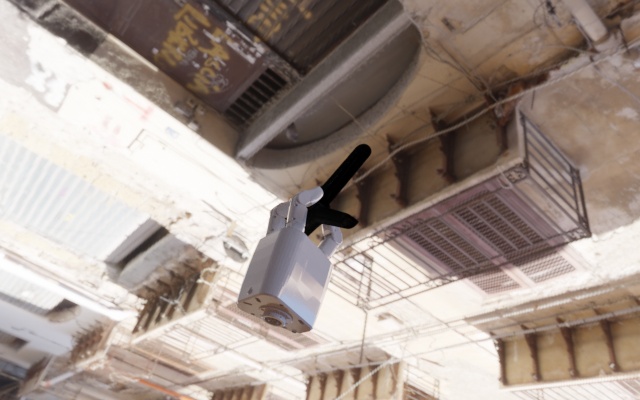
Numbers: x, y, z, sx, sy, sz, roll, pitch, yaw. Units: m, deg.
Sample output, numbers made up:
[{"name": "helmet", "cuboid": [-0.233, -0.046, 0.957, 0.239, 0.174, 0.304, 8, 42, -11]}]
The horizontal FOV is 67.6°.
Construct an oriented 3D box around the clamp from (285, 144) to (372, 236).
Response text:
[{"name": "clamp", "cuboid": [0.000, 0.003, 0.757, 0.036, 0.164, 0.210, 38, -40, -22]}]
